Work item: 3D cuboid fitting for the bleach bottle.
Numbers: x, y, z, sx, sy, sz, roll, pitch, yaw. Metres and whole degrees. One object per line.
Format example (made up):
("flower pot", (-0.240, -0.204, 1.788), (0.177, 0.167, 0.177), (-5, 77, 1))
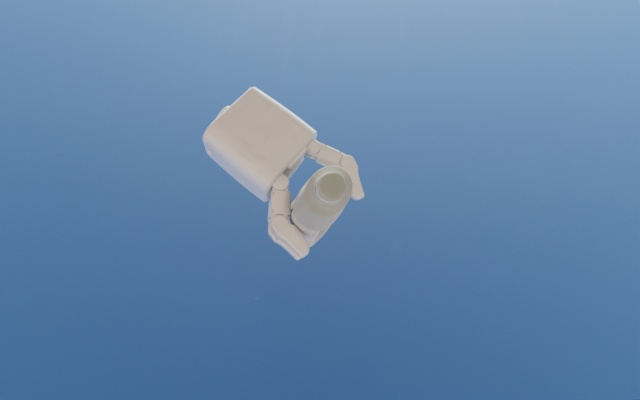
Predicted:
("bleach bottle", (0.000, 0.002, 0.620), (0.068, 0.102, 0.251), (36, -14, 0))
